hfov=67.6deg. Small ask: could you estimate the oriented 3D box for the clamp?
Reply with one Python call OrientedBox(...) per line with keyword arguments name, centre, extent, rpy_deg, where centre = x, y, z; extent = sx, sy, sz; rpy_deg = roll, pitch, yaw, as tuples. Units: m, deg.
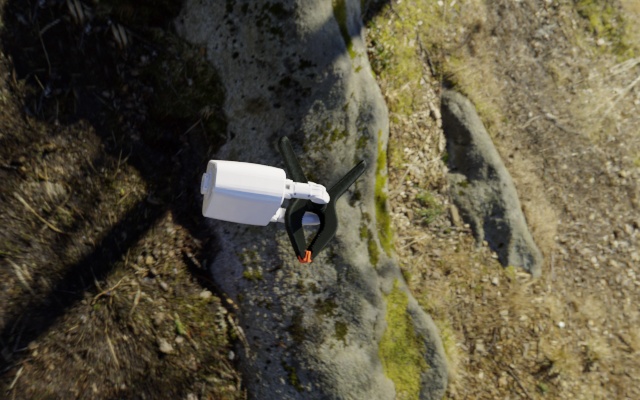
OrientedBox(name="clamp", centre=(0.000, 0.003, 0.810), extent=(0.164, 0.210, 0.036), rpy_deg=(7, -13, -19))
